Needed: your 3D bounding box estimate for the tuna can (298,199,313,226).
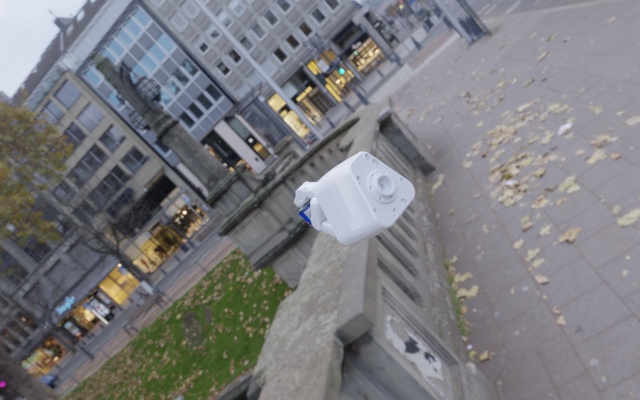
[{"bbox_3d":[0.000,0.002,0.829,0.034,0.086,0.086,44,-5,-5],"label":"tuna can"}]
